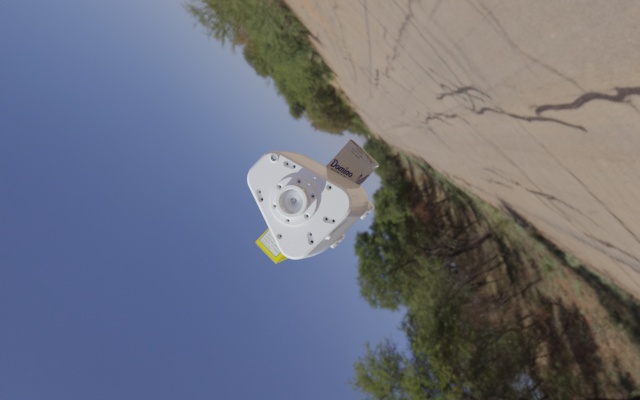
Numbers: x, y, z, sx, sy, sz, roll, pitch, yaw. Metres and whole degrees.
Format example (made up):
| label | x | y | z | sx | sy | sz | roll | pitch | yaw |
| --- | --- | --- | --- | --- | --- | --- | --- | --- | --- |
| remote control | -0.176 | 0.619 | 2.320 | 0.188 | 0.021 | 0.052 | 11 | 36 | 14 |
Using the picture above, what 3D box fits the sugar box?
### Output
| label | x | y | z | sx | sy | sz | roll | pitch | yaw |
| --- | --- | --- | --- | --- | --- | --- | --- | --- | --- |
| sugar box | 0.000 | 0.003 | 0.623 | 0.176 | 0.048 | 0.093 | -45 | -8 | 10 |
